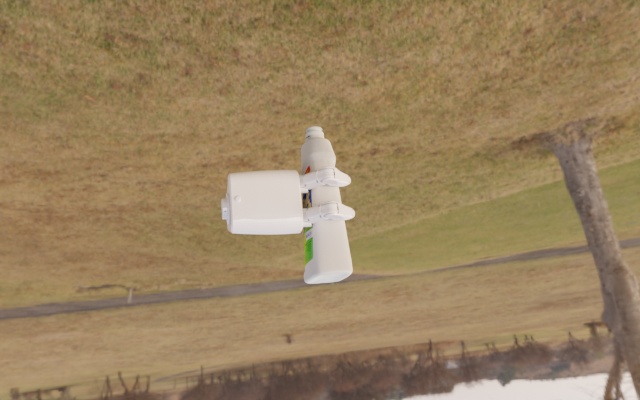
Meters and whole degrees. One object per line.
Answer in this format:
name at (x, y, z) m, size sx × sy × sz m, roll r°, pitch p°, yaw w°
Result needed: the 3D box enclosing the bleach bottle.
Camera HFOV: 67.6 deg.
bleach bottle at (0.000, 0.003, 0.779) m, size 0.068 × 0.250 × 0.102 m, roll -2°, pitch -18°, yaw -15°
